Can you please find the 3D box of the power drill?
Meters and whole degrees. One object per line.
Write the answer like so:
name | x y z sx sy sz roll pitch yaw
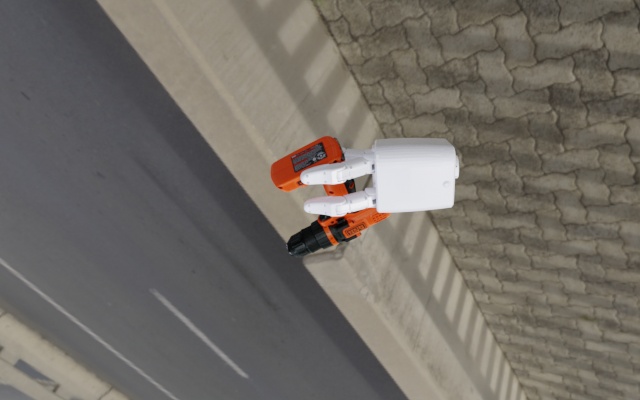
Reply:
power drill | 0.000 0.002 0.725 0.184 0.057 0.188 -28 -43 7
